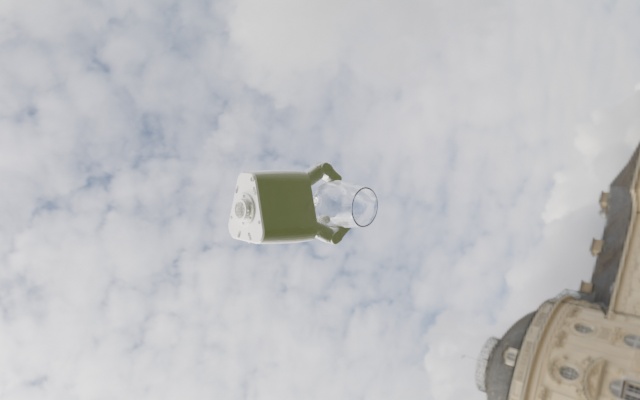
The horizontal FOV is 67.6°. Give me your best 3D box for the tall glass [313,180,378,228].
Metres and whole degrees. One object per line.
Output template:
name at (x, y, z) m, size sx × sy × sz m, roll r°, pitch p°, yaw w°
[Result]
tall glass at (0.000, 0.003, 0.805) m, size 0.079 × 0.079 × 0.201 m, roll 0°, pitch 4°, yaw -44°
